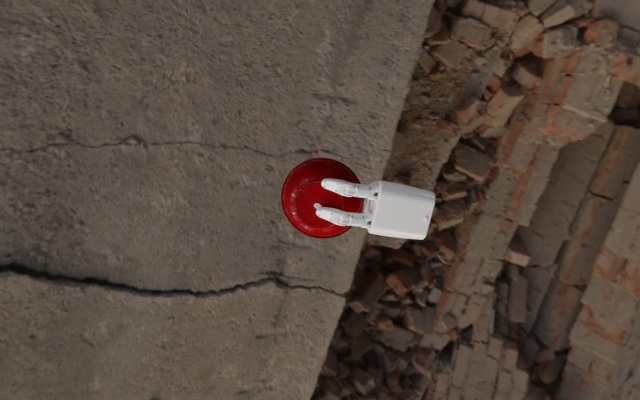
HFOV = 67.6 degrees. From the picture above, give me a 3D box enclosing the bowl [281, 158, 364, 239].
[{"bbox_3d":[-0.001,0.003,0.899,0.162,0.162,0.055,0,14,7],"label":"bowl"}]
